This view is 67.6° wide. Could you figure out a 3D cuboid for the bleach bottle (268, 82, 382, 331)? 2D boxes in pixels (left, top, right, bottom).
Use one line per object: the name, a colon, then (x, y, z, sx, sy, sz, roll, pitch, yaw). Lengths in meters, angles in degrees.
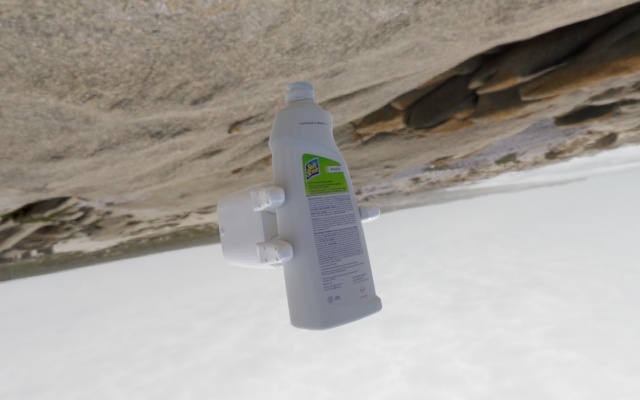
bleach bottle: (0.000, 0.002, 0.508, 0.102, 0.251, 0.068, -6, -2, -42)
